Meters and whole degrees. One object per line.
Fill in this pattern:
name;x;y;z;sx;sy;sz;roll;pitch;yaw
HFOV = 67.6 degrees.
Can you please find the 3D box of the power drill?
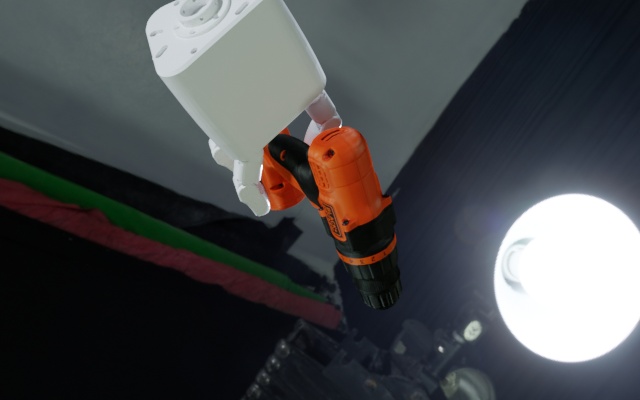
power drill;0.000;0.001;0.458;0.057;0.184;0.187;-32;34;-22
